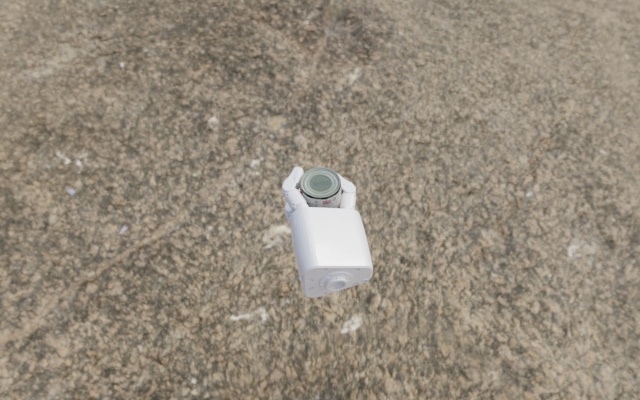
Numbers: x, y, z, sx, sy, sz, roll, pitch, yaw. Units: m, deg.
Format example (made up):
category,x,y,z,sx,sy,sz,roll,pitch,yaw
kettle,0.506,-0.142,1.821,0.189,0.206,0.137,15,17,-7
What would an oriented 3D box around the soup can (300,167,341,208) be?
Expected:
category,x,y,z,sx,sy,sz,roll,pitch,yaw
soup can,0.000,0.002,0.792,0.068,0.068,0.102,0,-39,1
